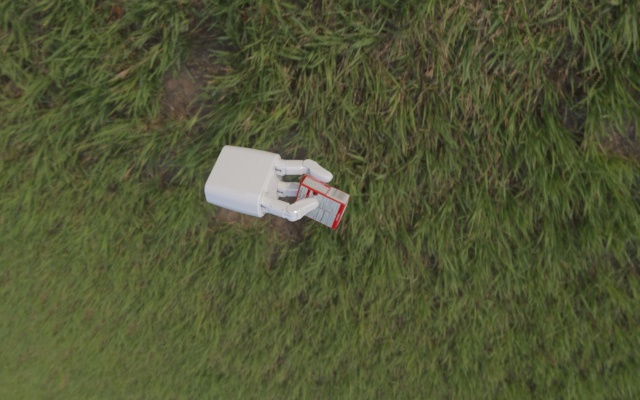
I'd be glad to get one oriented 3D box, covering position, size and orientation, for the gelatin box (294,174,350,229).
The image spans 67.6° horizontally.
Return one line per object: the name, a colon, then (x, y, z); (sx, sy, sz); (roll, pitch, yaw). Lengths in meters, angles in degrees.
gelatin box: (0.000, 0.003, 0.848); (0.089, 0.073, 0.030); (26, 48, 6)
